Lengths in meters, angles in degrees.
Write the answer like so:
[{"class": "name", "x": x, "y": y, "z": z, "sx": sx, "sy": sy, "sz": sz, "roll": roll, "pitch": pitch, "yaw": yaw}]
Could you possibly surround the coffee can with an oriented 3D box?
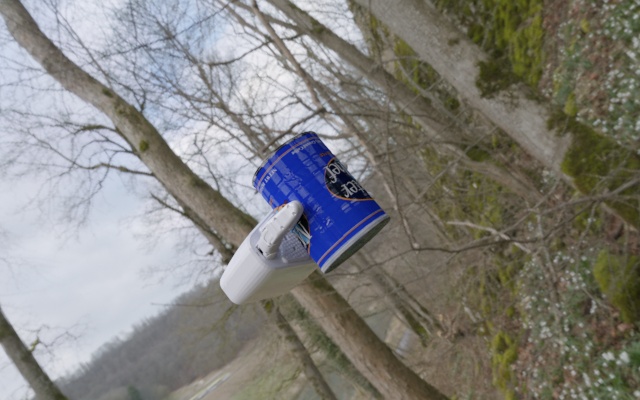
[{"class": "coffee can", "x": 0.000, "y": 0.002, "z": 0.576, "sx": 0.103, "sy": 0.140, "sz": 0.103, "roll": -38, "pitch": -12, "yaw": -10}]
